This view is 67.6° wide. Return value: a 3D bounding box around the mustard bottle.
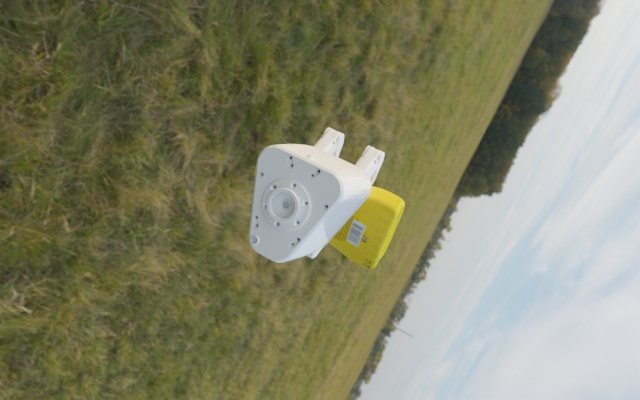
[{"bbox_3d":[0.000,0.002,0.590,0.191,0.096,0.058,27,35,15],"label":"mustard bottle"}]
